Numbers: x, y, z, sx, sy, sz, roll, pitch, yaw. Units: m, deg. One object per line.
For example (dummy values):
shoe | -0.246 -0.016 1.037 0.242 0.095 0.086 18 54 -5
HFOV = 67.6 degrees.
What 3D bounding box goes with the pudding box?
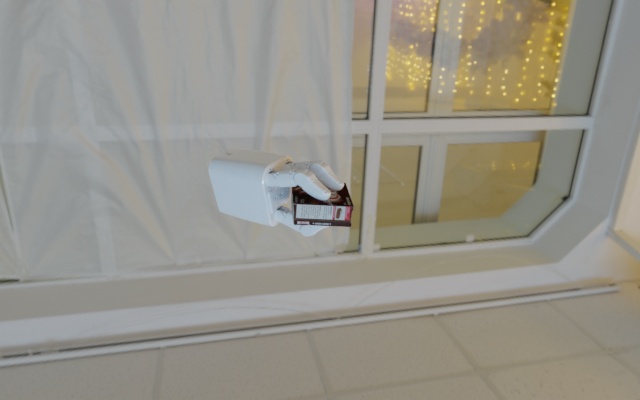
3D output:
pudding box | 0.000 0.003 0.744 0.090 0.039 0.113 2 23 -5
